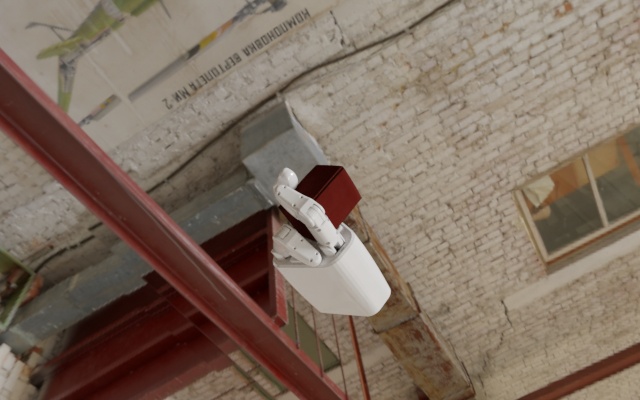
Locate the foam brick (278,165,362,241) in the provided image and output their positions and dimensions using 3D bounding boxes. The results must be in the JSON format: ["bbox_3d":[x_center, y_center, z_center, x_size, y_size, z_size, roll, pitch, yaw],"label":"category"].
[{"bbox_3d":[0.000,0.002,0.570,0.053,0.078,0.051,11,-35,53],"label":"foam brick"}]
